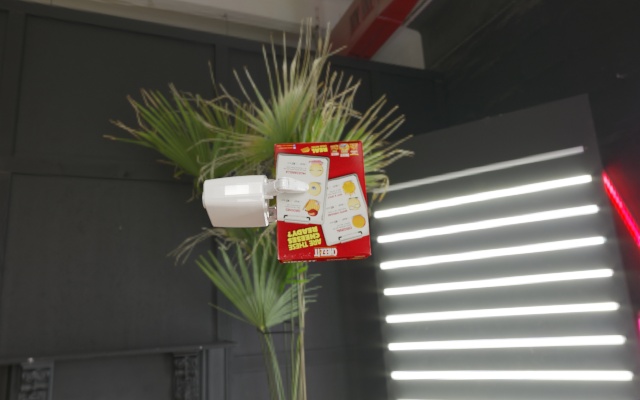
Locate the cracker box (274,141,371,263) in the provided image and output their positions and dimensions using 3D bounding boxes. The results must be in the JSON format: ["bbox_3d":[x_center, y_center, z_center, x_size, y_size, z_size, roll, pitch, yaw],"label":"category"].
[{"bbox_3d":[0.000,0.003,0.876,0.164,0.213,0.072,-3,-13,-2],"label":"cracker box"}]
